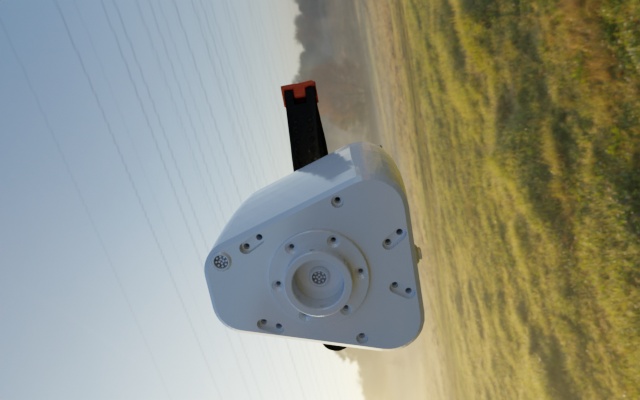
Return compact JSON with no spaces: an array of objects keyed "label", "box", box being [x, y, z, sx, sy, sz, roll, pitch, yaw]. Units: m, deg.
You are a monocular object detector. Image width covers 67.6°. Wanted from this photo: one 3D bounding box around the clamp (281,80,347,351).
[{"label":"clamp","box":[-0.001,0.001,0.427,0.036,0.210,0.164,-9,13,5]}]
